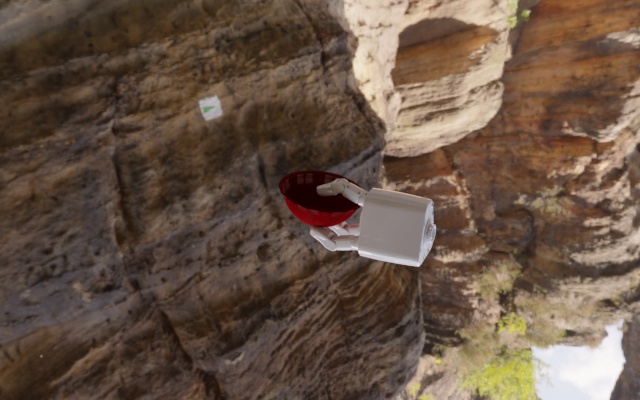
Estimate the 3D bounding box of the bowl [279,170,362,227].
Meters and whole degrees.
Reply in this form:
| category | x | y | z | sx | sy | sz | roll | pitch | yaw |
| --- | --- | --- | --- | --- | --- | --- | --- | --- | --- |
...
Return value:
| category | x | y | z | sx | sy | sz | roll | pitch | yaw |
| --- | --- | --- | --- | --- | --- | --- | --- | --- | --- |
| bowl | -0.001 | 0.003 | 0.885 | 0.162 | 0.055 | 0.162 | 8 | 29 | -4 |
